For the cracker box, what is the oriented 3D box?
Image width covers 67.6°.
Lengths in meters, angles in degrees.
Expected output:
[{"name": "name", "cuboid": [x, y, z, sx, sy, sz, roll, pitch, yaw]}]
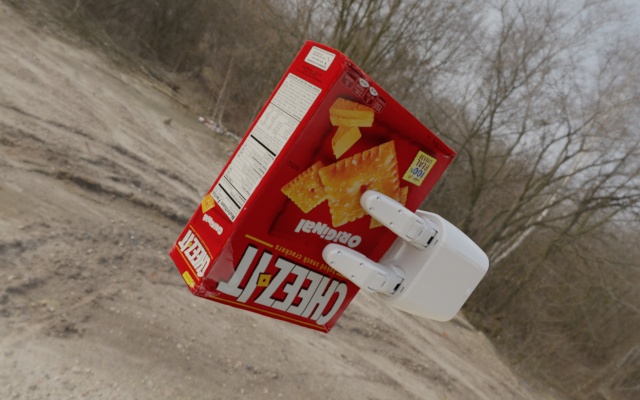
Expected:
[{"name": "cracker box", "cuboid": [0.000, 0.001, 0.419, 0.164, 0.214, 0.072, 29, 7, -41]}]
